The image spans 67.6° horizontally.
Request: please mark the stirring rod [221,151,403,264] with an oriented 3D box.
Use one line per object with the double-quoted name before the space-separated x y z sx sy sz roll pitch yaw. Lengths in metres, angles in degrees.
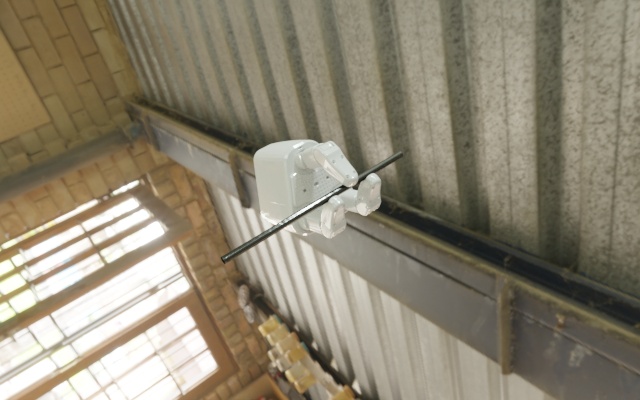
"stirring rod" 0.000 0.002 0.508 0.239 0.011 0.011 -31 14 -25
